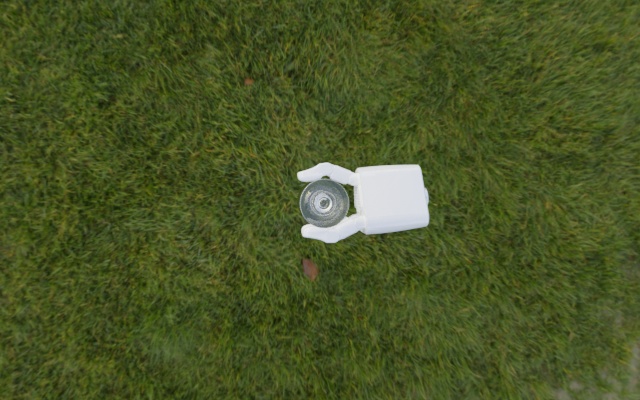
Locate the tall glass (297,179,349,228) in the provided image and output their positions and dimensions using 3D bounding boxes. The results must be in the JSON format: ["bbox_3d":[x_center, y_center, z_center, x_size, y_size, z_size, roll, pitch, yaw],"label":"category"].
[{"bbox_3d":[0.000,0.003,0.812,0.079,0.079,0.201,0,1,-4],"label":"tall glass"}]
